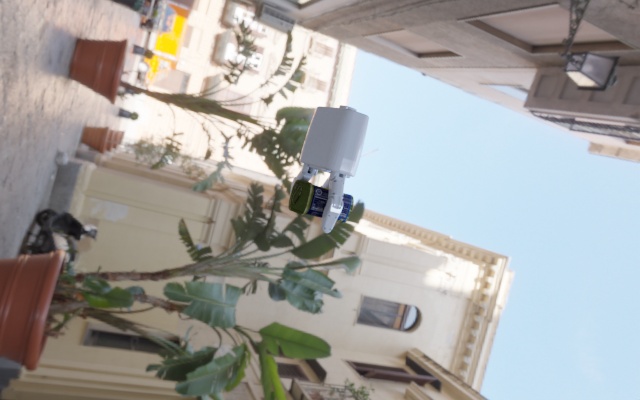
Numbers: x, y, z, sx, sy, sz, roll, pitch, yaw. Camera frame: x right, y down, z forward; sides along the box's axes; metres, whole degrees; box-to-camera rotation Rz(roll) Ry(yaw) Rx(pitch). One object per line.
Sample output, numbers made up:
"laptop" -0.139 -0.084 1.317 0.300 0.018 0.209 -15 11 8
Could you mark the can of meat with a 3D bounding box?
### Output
"can of meat" 0.000 0.003 0.841 0.084 0.057 0.102 14 0 -21
